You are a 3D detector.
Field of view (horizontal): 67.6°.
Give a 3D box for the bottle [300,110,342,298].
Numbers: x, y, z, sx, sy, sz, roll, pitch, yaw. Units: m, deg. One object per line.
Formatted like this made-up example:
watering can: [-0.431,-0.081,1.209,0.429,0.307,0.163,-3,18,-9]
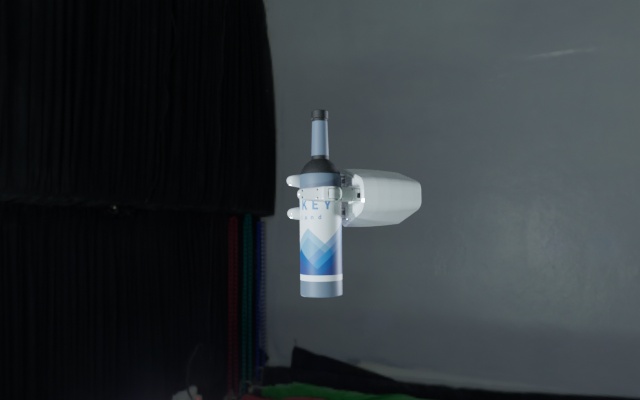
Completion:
bottle: [0.000,0.003,0.765,0.069,0.295,0.069,-1,-3,0]
